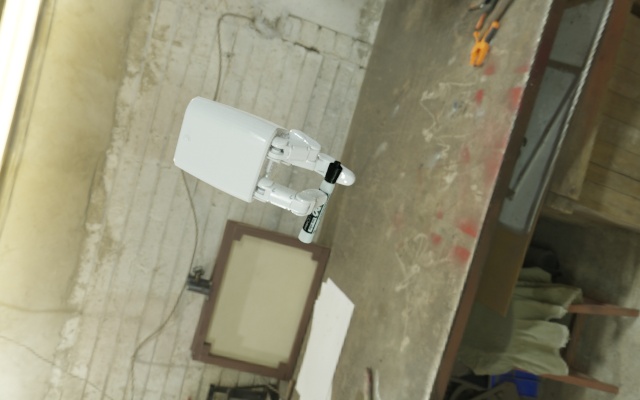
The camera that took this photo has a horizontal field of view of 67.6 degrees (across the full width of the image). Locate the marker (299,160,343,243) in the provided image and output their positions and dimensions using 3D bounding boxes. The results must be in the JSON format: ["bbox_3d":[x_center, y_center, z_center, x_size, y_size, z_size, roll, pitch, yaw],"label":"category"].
[{"bbox_3d":[0.000,0.002,0.626,0.020,0.121,0.020,19,25,-9],"label":"marker"}]
